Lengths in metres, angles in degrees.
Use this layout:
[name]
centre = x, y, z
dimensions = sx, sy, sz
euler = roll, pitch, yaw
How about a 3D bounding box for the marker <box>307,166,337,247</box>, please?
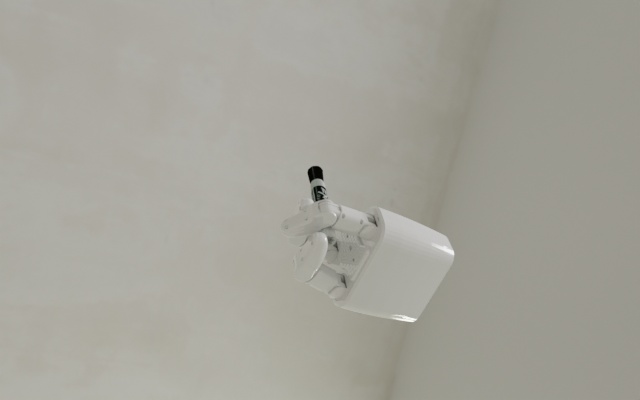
[marker]
centre = 0.000, 0.002, 0.532
dimensions = 0.020, 0.020, 0.121
euler = 0, 41, -10
